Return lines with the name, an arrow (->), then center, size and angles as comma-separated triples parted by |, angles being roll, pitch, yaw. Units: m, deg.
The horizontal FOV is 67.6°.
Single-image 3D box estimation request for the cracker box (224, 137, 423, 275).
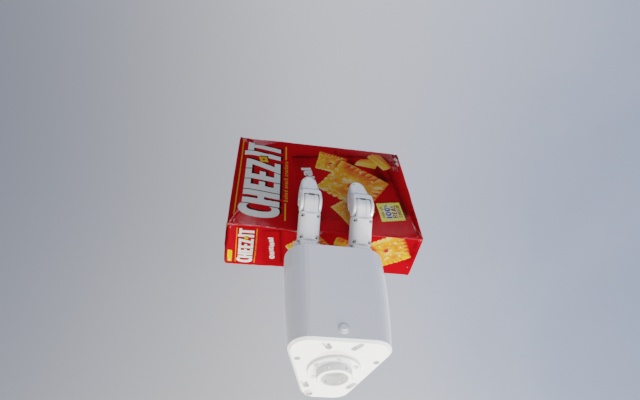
cracker box -> 0.000, 0.002, 0.580 | 0.214, 0.072, 0.164 | 6, 40, -8
